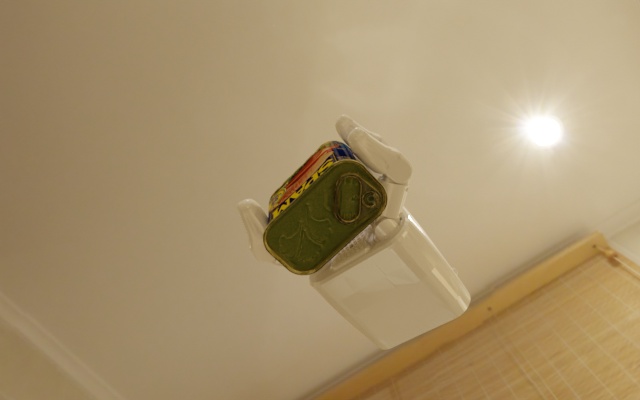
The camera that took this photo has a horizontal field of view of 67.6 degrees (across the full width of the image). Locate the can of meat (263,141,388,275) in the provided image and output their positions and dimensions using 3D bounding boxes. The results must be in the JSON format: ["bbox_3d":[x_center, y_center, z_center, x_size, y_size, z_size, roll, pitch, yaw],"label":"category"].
[{"bbox_3d":[0.000,0.001,0.409,0.057,0.102,0.084,44,11,-17],"label":"can of meat"}]
